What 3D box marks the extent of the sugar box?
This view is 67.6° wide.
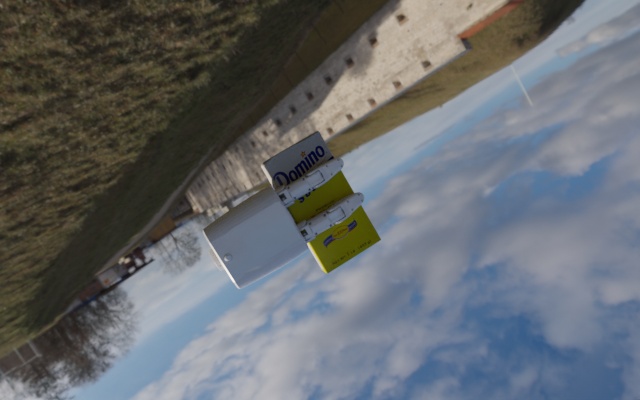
[{"bbox_3d":[0.000,0.002,0.667,0.093,0.176,0.048,-32,7,-9],"label":"sugar box"}]
